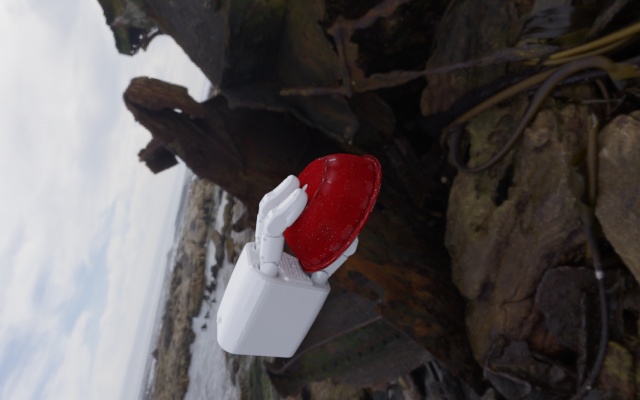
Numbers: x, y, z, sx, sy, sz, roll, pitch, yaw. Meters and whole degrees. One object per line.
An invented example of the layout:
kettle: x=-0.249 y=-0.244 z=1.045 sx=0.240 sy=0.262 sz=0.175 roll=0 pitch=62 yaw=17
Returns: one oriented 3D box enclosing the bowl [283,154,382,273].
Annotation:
bowl: x=0.000 y=0.000 z=0.570 sx=0.055 sy=0.162 sz=0.162 roll=32 pitch=-13 yaw=-21
